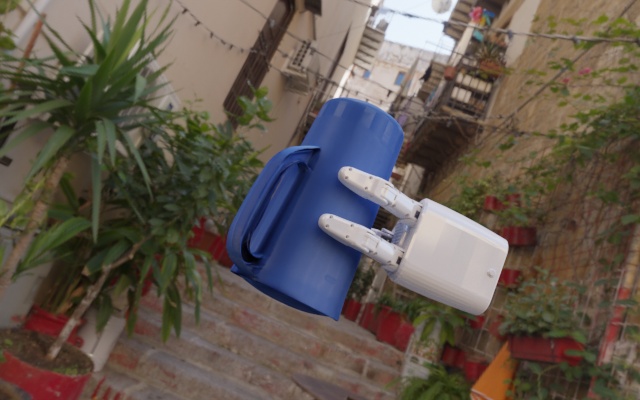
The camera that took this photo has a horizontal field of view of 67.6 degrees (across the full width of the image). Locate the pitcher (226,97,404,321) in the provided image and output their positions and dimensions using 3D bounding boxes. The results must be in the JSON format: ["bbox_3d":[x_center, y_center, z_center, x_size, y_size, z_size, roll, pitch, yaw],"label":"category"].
[{"bbox_3d":[0.000,0.002,0.551,0.145,0.242,0.149,25,-13,-1],"label":"pitcher"}]
